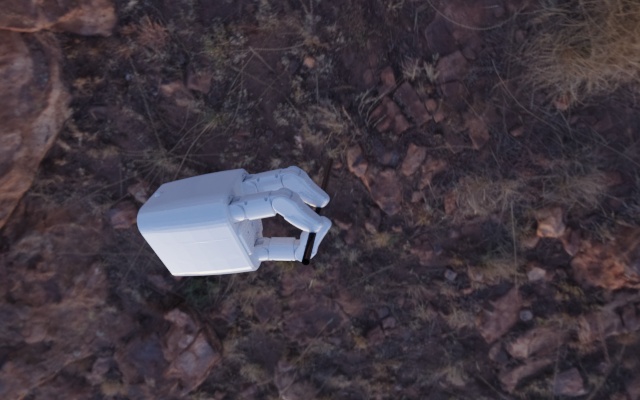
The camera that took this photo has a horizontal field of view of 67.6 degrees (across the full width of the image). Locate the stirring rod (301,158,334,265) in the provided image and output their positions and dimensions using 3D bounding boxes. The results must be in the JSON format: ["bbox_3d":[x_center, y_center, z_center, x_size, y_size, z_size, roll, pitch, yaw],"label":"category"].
[{"bbox_3d":[0.000,0.002,0.562,0.011,0.011,0.239,0,28,8],"label":"stirring rod"}]
